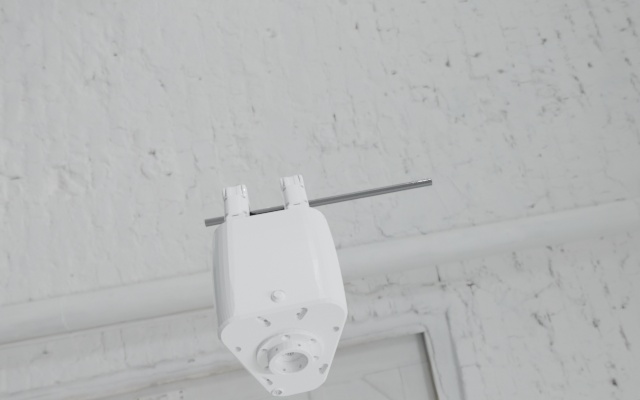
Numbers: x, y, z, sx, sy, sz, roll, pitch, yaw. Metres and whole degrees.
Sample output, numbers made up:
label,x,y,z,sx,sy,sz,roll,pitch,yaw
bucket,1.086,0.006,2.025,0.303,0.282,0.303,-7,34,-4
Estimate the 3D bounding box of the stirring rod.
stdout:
label,x,y,z,sx,sy,sz,roll,pitch,yaw
stirring rod,0.000,0.002,0.499,0.239,0.011,0.011,-10,1,-5
